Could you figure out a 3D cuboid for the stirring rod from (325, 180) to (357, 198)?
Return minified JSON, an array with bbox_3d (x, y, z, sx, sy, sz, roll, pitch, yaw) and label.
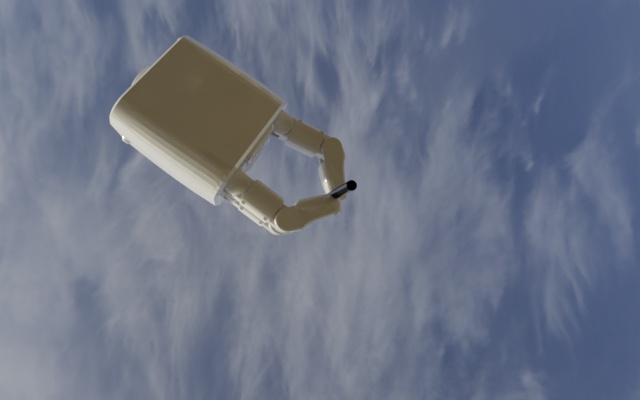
[{"bbox_3d":[0.000,0.001,0.468,0.011,0.011,0.239,0,-6,-11],"label":"stirring rod"}]
